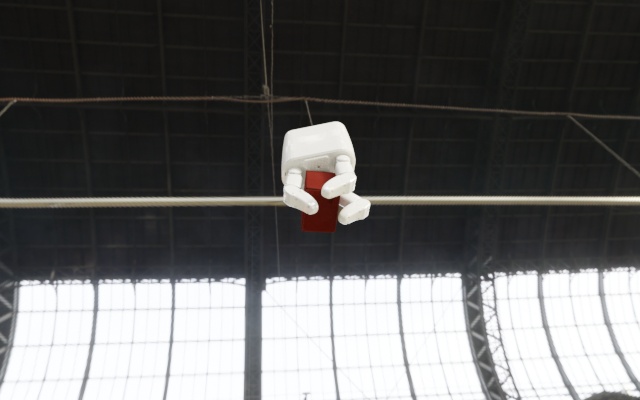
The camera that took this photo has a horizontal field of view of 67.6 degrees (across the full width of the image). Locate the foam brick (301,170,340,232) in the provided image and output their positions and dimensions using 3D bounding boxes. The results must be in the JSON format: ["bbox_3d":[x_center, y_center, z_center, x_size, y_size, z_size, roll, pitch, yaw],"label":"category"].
[{"bbox_3d":[0.000,0.003,0.720,0.053,0.078,0.051,5,35,-5],"label":"foam brick"}]
